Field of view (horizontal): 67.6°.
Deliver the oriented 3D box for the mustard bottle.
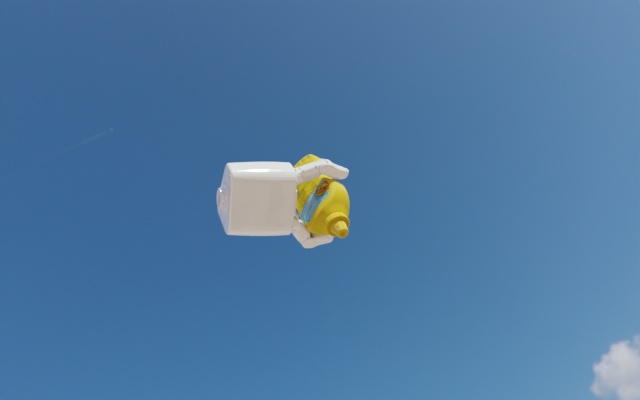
[{"bbox_3d":[0.000,0.003,0.817,0.058,0.096,0.191,25,18,-35],"label":"mustard bottle"}]
